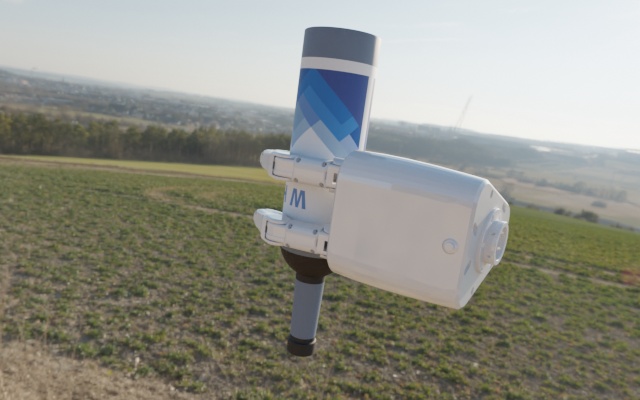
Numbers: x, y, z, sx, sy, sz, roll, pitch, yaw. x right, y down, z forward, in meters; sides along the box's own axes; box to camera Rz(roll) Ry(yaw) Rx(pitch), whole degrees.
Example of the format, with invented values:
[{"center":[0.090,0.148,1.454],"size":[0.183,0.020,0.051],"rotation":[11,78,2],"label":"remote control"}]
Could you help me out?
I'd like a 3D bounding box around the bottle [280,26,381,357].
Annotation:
[{"center":[0.000,0.001,0.436],"size":[0.069,0.296,0.069],"rotation":[7,10,-1],"label":"bottle"}]
